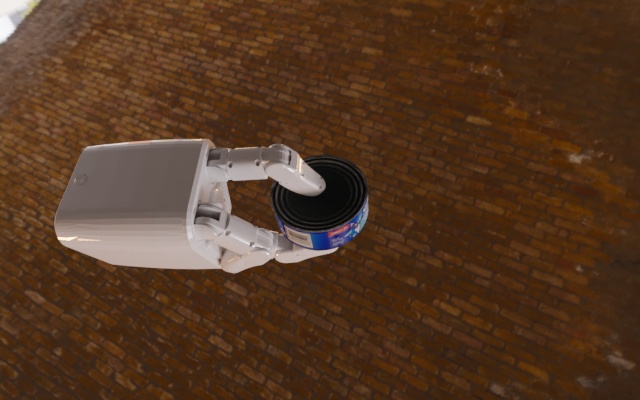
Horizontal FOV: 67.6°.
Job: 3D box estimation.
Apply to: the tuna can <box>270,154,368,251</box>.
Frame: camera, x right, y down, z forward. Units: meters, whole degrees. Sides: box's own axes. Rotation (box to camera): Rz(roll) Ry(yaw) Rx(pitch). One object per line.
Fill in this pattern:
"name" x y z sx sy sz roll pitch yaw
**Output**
"tuna can" 0.000 0.002 0.426 0.086 0.086 0.034 0 -38 8
